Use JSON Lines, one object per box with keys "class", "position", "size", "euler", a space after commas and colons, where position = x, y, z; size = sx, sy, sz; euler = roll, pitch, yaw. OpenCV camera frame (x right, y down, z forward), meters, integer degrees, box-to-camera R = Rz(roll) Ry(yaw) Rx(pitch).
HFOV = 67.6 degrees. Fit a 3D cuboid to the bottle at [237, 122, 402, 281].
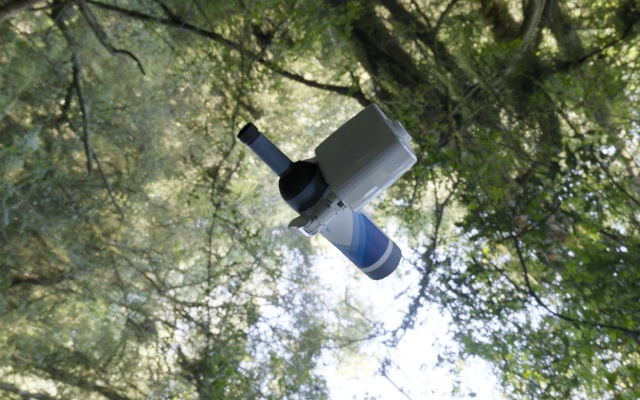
{"class": "bottle", "position": [0.000, 0.002, 0.666], "size": [0.296, 0.069, 0.069], "euler": [44, -21, -24]}
